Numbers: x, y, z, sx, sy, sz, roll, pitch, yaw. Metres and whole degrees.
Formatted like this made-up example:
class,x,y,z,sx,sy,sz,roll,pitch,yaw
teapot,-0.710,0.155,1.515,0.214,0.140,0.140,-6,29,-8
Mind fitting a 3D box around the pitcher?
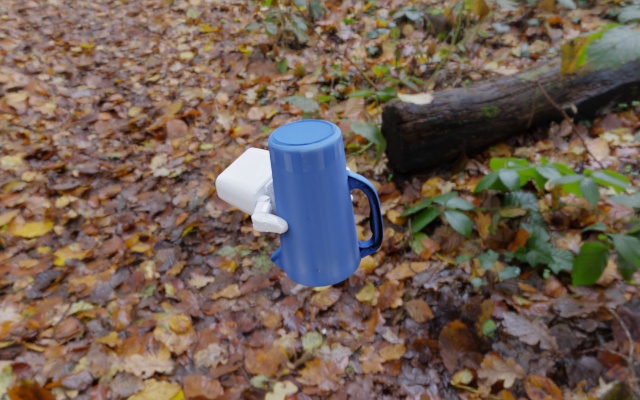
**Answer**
class,x,y,z,sx,sy,sz,roll,pitch,yaw
pitcher,0.000,0.002,0.746,0.145,0.243,0.149,22,42,39
